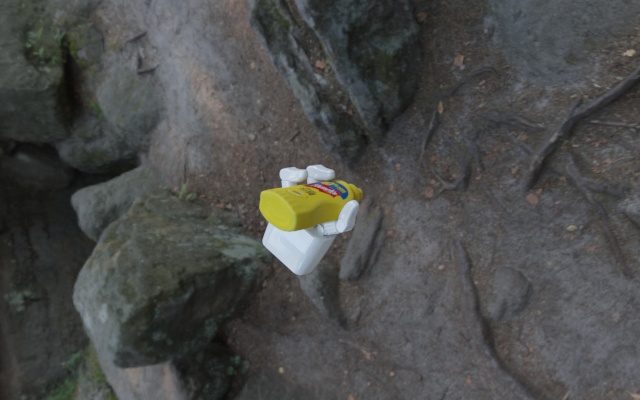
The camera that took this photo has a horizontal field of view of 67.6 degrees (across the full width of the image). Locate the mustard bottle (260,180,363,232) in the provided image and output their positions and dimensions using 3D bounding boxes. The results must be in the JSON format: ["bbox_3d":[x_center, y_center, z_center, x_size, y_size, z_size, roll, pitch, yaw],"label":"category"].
[{"bbox_3d":[0.000,0.002,0.804,0.191,0.058,0.096,-11,28,-41],"label":"mustard bottle"}]
